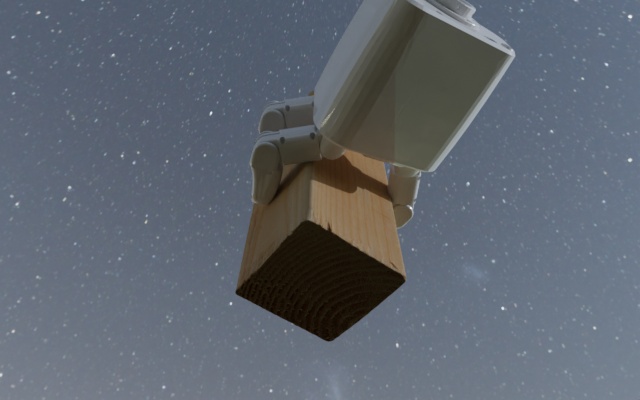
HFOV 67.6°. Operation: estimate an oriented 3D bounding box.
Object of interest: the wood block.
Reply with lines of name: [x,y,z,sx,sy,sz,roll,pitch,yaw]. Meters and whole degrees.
wood block: [0.001,0.001,0.416,0.091,0.090,0.206,32,30,-20]
